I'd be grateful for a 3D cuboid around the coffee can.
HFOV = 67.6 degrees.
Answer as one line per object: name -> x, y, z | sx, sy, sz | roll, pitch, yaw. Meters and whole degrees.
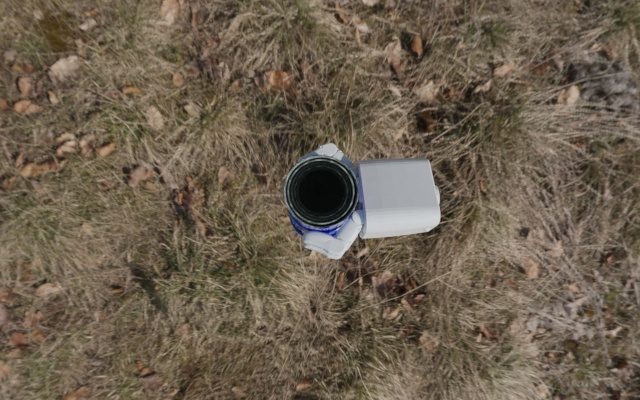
coffee can -> 0.000, 0.002, 0.710 | 0.103, 0.102, 0.140 | 0, -12, -1
